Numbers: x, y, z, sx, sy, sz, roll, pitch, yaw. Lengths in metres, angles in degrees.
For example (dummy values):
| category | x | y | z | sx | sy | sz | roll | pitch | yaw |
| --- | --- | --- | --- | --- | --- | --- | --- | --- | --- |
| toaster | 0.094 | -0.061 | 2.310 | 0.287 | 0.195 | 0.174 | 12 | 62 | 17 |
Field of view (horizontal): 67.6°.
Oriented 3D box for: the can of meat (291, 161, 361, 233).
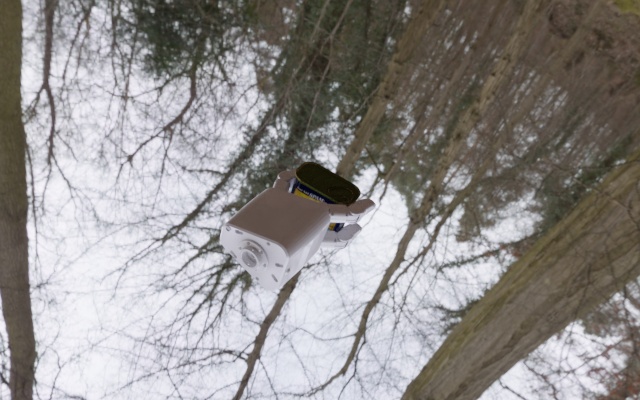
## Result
| category | x | y | z | sx | sy | sz | roll | pitch | yaw |
| --- | --- | --- | --- | --- | --- | --- | --- | --- | --- |
| can of meat | 0.000 | 0.003 | 0.743 | 0.102 | 0.084 | 0.057 | 30 | 39 | 10 |
